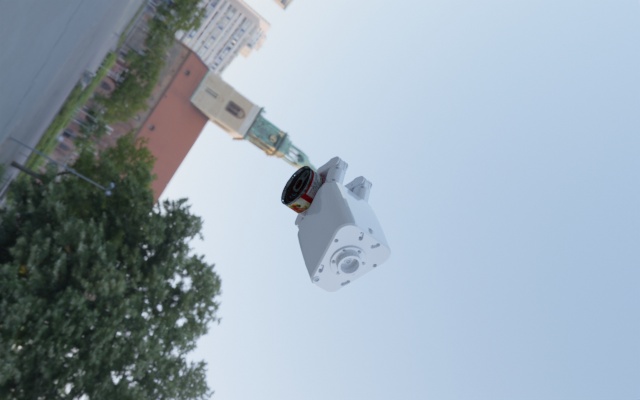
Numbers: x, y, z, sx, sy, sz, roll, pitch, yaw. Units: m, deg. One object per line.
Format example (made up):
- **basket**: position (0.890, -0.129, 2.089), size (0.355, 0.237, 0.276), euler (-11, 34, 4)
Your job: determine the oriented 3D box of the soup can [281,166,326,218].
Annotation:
- **soup can**: position (0.000, 0.002, 0.729), size (0.102, 0.068, 0.068), euler (34, -17, -27)
